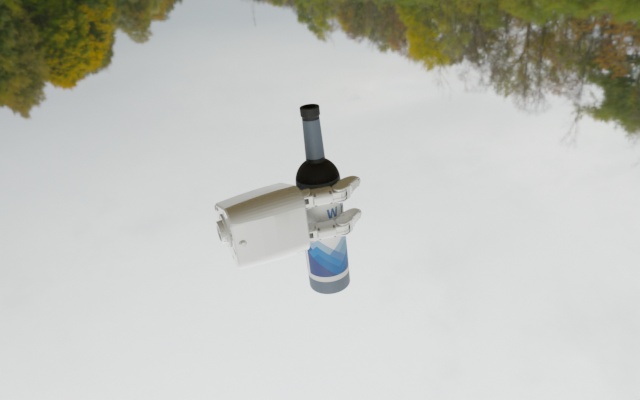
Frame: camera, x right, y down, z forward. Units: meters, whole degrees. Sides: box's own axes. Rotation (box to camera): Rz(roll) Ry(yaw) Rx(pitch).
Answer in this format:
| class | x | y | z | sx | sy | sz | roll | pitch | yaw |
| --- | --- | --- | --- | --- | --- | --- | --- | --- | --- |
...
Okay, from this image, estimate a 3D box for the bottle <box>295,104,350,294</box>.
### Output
| class | x | y | z | sx | sy | sz | roll | pitch | yaw |
| --- | --- | --- | --- | --- | --- | --- | --- | --- | --- |
| bottle | 0.000 | 0.003 | 0.717 | 0.069 | 0.296 | 0.069 | -5 | 26 | 3 |
